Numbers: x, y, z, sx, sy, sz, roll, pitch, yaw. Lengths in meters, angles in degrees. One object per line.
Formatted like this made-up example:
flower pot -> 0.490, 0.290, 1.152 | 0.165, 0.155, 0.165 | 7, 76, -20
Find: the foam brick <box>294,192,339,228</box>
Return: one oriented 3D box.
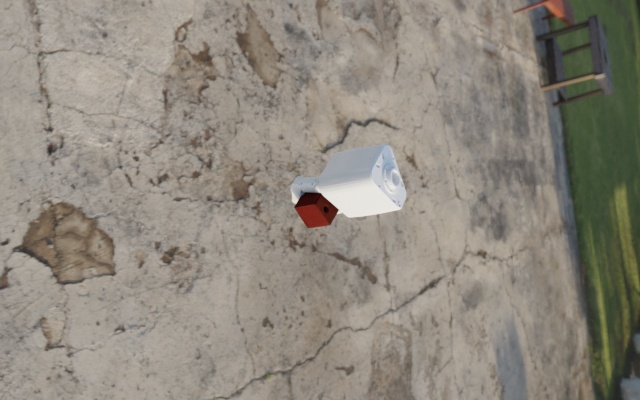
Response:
foam brick -> 0.000, 0.003, 0.848 | 0.051, 0.053, 0.078 | -8, 38, 39
